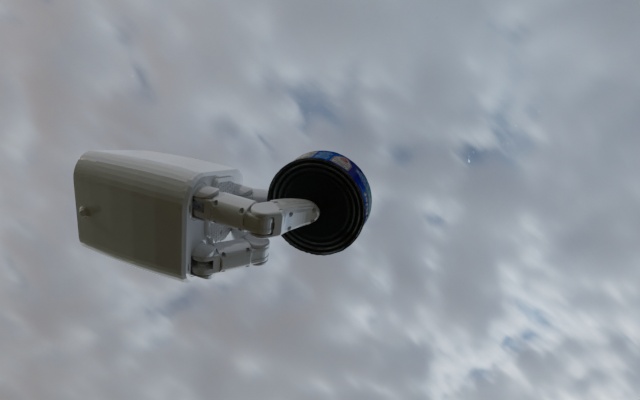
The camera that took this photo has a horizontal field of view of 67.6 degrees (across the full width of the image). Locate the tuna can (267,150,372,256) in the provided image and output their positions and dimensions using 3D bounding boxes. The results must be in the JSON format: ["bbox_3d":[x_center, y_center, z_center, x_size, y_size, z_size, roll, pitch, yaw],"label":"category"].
[{"bbox_3d":[0.000,0.001,0.409,0.086,0.086,0.033,0,19,19],"label":"tuna can"}]
